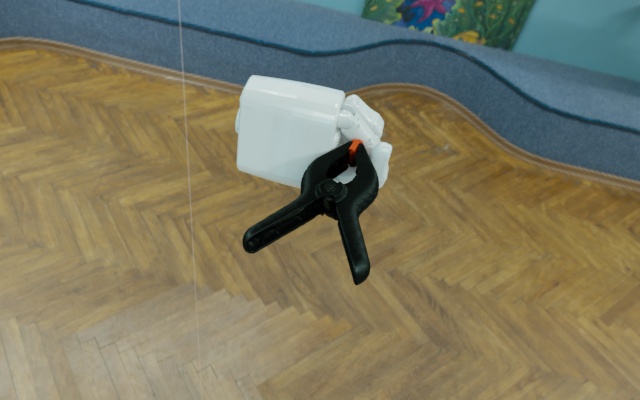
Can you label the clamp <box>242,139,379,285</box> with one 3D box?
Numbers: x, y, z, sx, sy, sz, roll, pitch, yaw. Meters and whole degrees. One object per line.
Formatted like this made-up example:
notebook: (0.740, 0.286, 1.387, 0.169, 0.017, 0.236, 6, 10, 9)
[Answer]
clamp: (0.000, 0.001, 0.469, 0.120, 0.171, 0.039, 12, -44, 7)
